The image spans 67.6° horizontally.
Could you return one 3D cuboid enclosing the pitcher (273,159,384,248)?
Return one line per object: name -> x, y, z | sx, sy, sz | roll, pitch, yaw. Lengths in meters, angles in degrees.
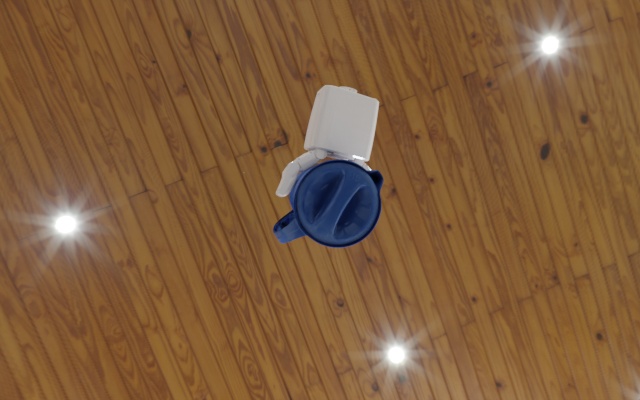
pitcher -> 0.000, 0.003, 0.822 | 0.149, 0.145, 0.243 | 12, 2, -10
